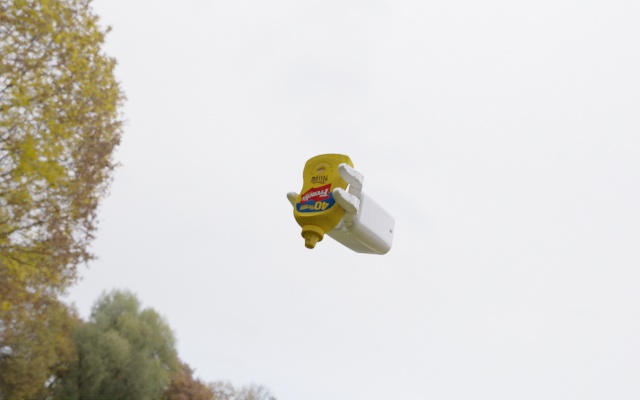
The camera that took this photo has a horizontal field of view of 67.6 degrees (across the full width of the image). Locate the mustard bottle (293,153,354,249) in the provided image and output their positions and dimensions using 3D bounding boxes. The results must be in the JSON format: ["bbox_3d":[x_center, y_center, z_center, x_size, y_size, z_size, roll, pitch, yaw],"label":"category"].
[{"bbox_3d":[0.000,0.002,0.870,0.096,0.191,0.058,-3,-37,24],"label":"mustard bottle"}]
